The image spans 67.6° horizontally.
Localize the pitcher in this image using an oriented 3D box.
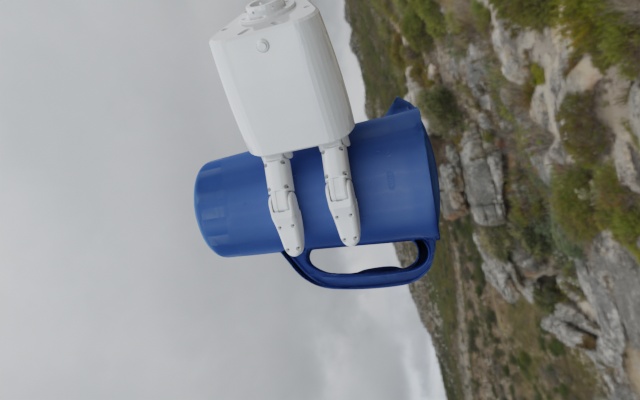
[{"bbox_3d":[0.000,0.001,0.496,0.243,0.145,0.149,-10,36,13],"label":"pitcher"}]
